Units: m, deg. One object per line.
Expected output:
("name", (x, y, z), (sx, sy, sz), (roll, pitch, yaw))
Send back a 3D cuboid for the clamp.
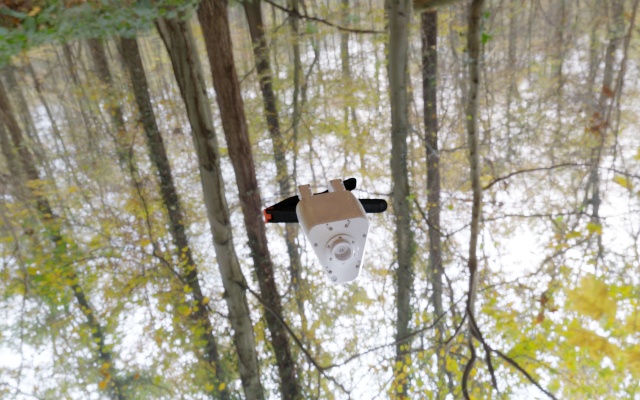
("clamp", (0.000, 0.004, 0.872), (0.210, 0.036, 0.164), (-10, 19, -6))
